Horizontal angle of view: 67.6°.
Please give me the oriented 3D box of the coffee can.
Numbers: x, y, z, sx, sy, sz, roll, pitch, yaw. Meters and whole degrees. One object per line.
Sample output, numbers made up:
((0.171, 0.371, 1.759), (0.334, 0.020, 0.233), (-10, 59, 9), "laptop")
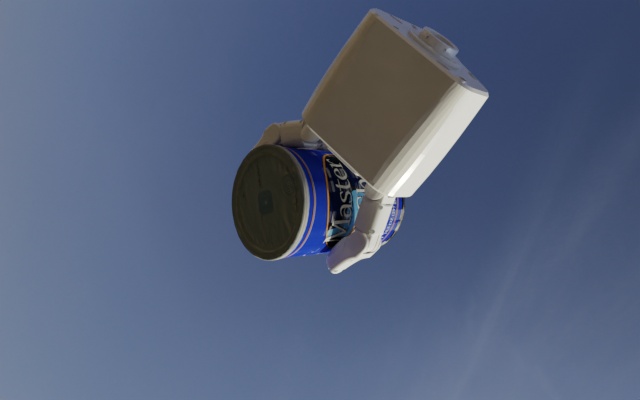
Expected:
((0.000, 0.002, 0.468), (0.140, 0.103, 0.103), (0, 0, -45), "coffee can")
